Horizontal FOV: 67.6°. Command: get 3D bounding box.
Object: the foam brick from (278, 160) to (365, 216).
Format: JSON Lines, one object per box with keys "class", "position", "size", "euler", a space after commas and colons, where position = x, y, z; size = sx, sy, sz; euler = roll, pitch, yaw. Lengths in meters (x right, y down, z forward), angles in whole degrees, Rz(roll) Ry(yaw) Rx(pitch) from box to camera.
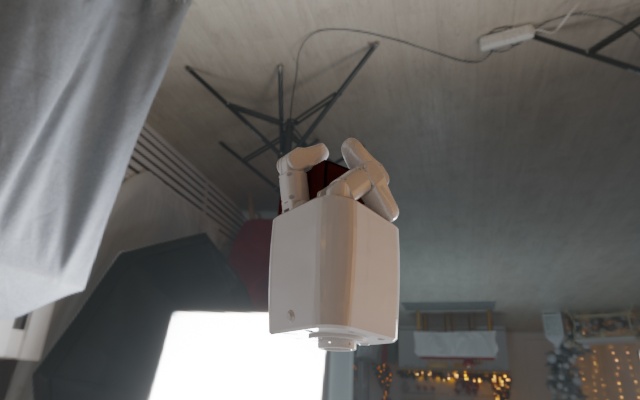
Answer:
{"class": "foam brick", "position": [0.000, 0.002, 0.478], "size": [0.053, 0.051, 0.078], "euler": [18, -27, -33]}
